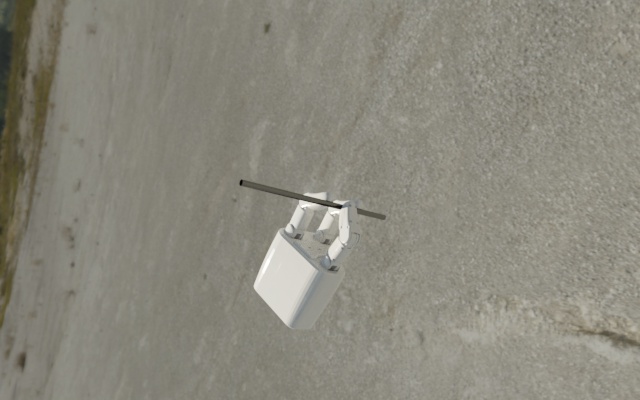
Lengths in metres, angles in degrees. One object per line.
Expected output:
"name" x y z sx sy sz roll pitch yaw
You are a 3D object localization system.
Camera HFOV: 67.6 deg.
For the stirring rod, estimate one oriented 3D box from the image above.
"stirring rod" 0.000 0.002 0.635 0.239 0.011 0.011 14 -8 -36
